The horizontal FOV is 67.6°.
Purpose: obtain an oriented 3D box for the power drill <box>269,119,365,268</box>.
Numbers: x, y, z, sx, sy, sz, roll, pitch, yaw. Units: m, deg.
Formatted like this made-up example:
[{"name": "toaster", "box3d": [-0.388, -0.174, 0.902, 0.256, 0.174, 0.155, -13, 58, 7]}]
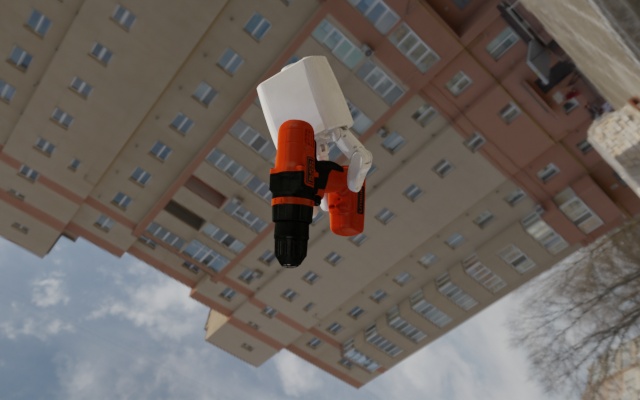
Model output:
[{"name": "power drill", "box3d": [0.000, 0.002, 0.646, 0.057, 0.184, 0.188, -1, -10, 28]}]
